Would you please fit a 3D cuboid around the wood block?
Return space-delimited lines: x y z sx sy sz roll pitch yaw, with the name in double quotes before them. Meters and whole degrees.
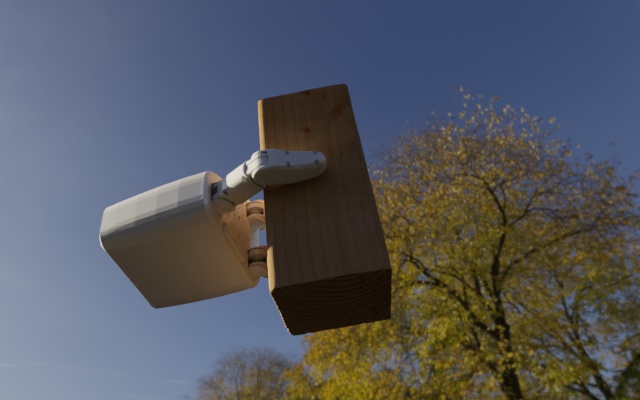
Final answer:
"wood block" 0.000 0.001 0.432 0.090 0.206 0.091 -10 -37 1
